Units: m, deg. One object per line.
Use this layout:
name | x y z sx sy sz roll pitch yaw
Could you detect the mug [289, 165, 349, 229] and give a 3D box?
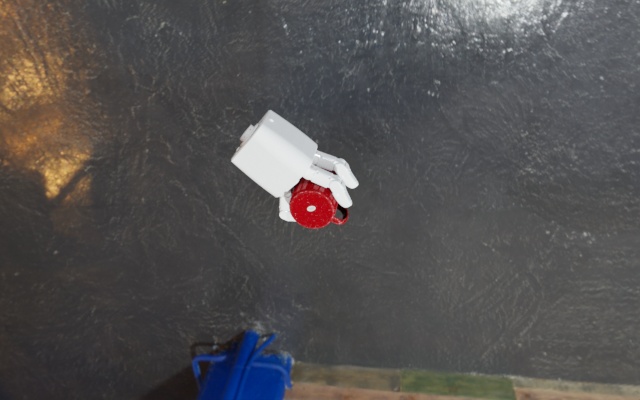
mug | 0.001 0.004 0.850 0.117 0.093 0.081 37 31 -13
